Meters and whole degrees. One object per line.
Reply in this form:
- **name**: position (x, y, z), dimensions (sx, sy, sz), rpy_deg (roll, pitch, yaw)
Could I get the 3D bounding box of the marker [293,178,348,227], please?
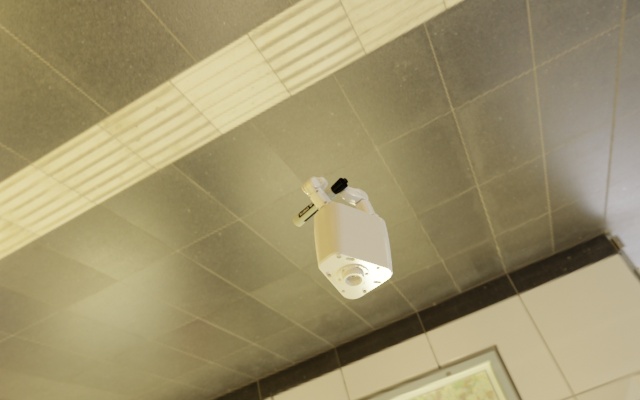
- **marker**: position (0.000, 0.003, 0.782), dimensions (0.121, 0.020, 0.020), rpy_deg (-40, -22, 28)
